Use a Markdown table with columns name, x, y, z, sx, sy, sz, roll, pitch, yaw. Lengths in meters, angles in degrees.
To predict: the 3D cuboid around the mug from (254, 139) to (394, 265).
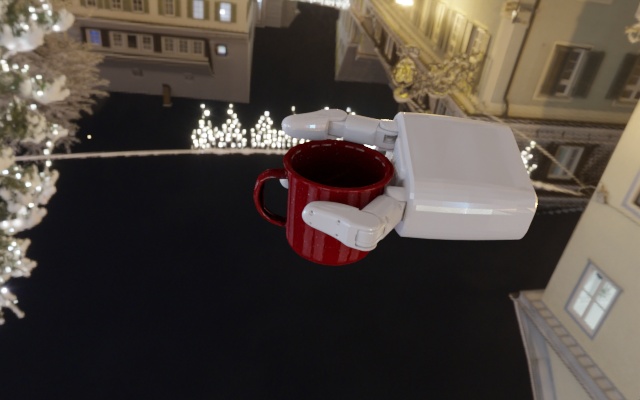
| name | x | y | z | sx | sy | sz | roll | pitch | yaw |
| --- | --- | --- | --- | --- | --- | --- | --- | --- | --- |
| mug | -0.001 | 0.001 | 0.419 | 0.117 | 0.081 | 0.093 | 4 | 32 | -4 |
